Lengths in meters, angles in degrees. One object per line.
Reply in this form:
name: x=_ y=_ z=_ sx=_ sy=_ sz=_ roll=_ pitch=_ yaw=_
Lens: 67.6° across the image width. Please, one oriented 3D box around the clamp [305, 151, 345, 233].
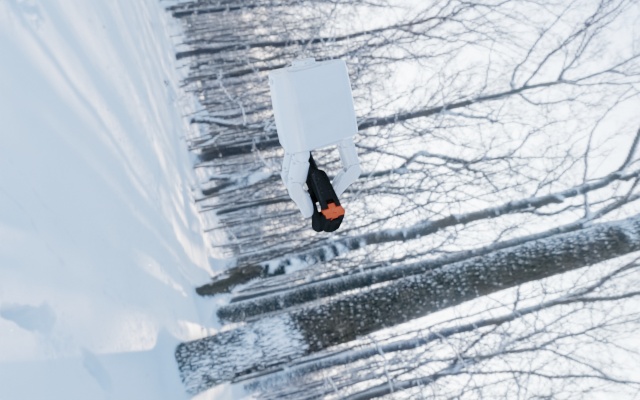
clamp: x=0.001 y=0.002 z=0.728 sx=0.036 sy=0.165 sz=0.210 roll=-17 pitch=22 yaw=-8
